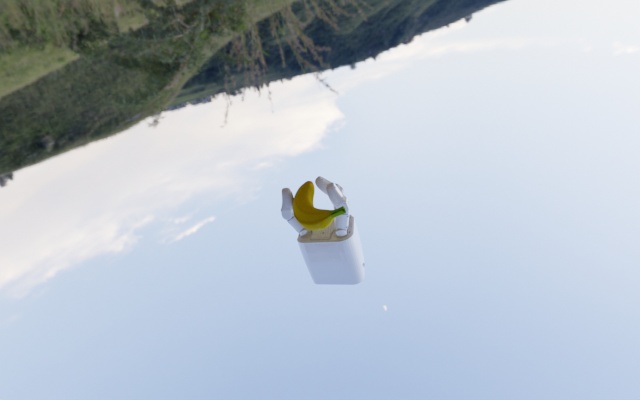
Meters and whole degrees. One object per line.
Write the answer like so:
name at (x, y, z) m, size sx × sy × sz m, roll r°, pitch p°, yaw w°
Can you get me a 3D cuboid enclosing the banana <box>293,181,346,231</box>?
banana at (-0.015, 0.012, 0.829) m, size 0.069 × 0.037 × 0.197 m, roll -27°, pitch 23°, yaw -9°
